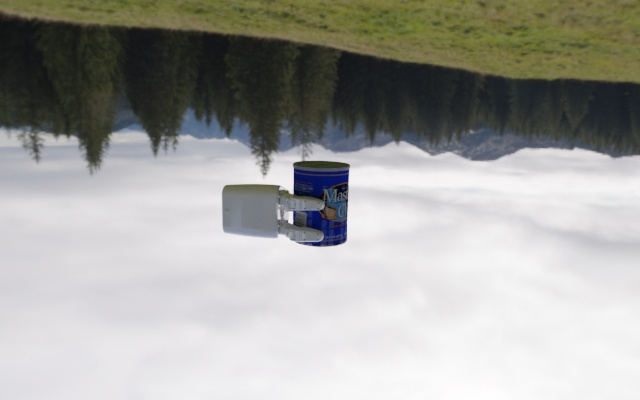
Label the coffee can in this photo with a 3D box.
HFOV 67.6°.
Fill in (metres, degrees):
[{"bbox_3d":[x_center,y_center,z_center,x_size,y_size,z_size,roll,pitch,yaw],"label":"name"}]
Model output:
[{"bbox_3d":[0.000,0.003,0.866,0.103,0.140,0.103,1,11,0],"label":"coffee can"}]
